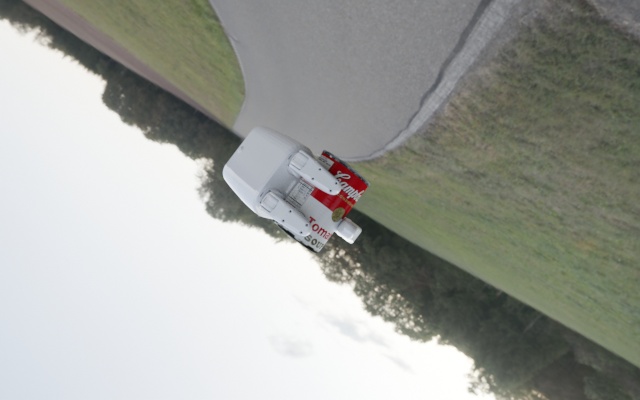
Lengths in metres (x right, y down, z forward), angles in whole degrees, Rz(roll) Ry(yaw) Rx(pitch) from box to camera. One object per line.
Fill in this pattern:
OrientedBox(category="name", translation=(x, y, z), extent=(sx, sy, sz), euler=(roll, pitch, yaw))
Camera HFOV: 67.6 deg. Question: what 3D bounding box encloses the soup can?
OrientedBox(category="soup can", translation=(0.000, 0.002, 0.554), extent=(0.068, 0.102, 0.068), euler=(37, -1, 1))
